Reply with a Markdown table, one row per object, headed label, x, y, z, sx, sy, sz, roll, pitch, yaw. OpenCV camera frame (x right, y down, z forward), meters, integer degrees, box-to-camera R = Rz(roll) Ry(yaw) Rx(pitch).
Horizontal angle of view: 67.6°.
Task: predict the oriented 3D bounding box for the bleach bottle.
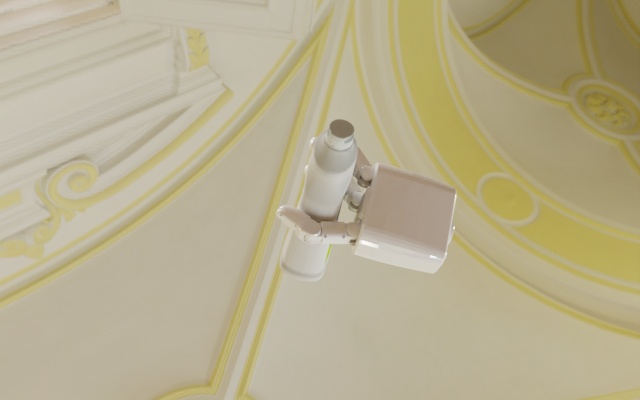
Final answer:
| label | x | y | z | sx | sy | sz | roll | pitch | yaw |
| --- | --- | --- | --- | --- | --- | --- | --- | --- | --- |
| bleach bottle | 0.000 | 0.002 | 0.607 | 0.068 | 0.102 | 0.251 | 16 | -37 | 0 |
